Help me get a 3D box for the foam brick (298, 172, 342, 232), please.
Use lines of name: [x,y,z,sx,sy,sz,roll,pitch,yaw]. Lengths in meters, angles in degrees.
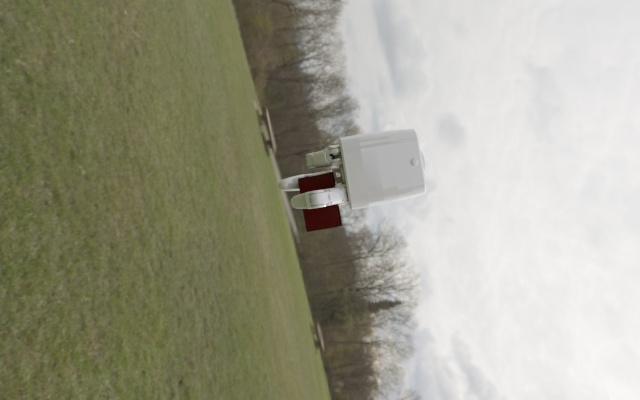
foam brick: [0.000,0.003,0.680,0.051,0.078,0.053,-9,1,1]
